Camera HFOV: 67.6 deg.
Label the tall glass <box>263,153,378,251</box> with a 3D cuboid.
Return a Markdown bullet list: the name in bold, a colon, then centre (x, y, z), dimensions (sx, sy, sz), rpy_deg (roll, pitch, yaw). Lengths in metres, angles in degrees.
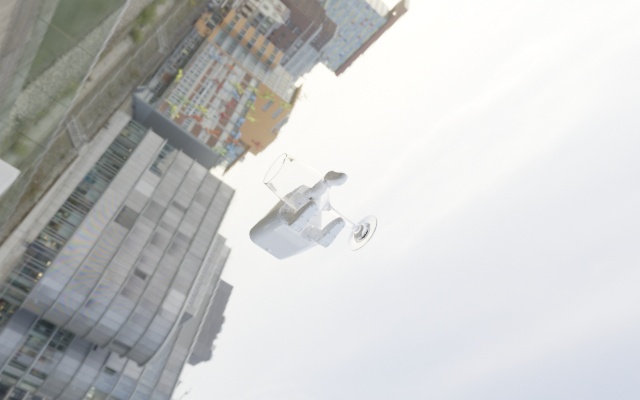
- **tall glass**: centre (0.001, 0.003, 0.813), dimensions (0.201, 0.079, 0.079), rpy_deg (37, -15, -21)
